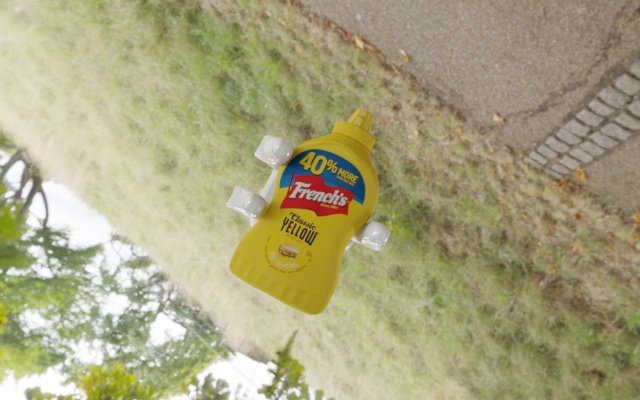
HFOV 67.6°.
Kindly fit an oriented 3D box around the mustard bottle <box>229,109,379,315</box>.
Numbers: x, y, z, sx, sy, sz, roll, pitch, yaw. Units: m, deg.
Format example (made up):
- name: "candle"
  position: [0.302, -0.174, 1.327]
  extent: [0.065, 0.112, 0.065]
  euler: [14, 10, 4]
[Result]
- name: "mustard bottle"
  position: [0.000, 0.002, 0.446]
  extent: [0.096, 0.191, 0.058]
  euler: [26, -7, 14]
